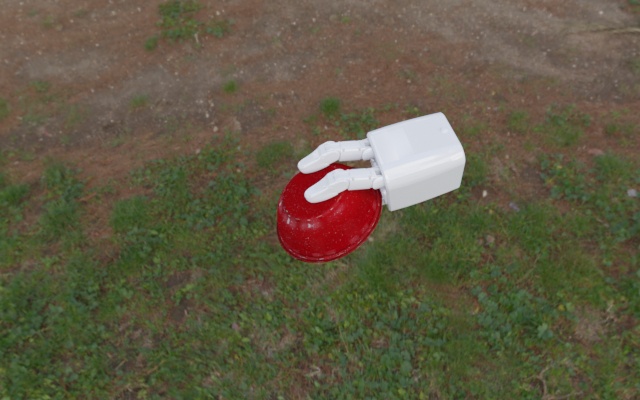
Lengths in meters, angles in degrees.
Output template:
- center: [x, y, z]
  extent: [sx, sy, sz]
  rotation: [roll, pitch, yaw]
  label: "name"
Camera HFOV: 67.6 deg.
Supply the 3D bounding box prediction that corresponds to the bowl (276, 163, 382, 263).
- center: [-0.001, 0.003, 0.655]
  extent: [0.162, 0.162, 0.055]
  rotation: [0, -33, 28]
  label: "bowl"
